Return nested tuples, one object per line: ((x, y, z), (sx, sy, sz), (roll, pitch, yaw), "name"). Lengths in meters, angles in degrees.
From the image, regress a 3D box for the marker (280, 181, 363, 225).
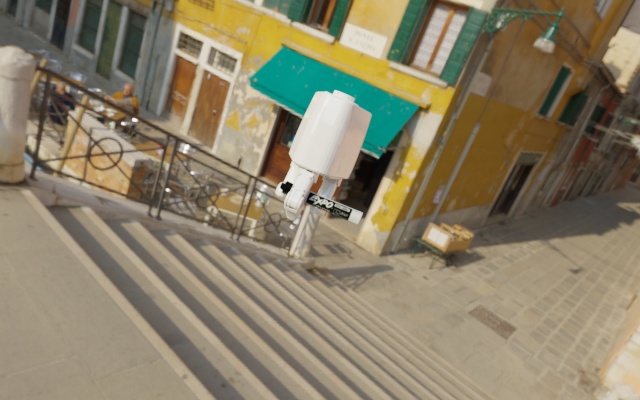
((0.000, 0.002, 0.666), (0.121, 0.020, 0.020), (23, 2, 4), "marker")
